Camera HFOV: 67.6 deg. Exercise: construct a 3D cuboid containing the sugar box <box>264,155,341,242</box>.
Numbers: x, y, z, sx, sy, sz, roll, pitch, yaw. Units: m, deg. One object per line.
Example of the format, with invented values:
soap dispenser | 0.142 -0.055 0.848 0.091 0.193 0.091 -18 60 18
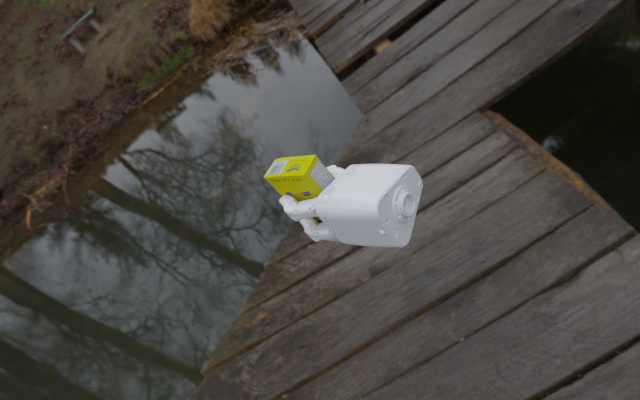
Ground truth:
sugar box | 0.000 0.003 0.757 0.093 0.048 0.176 0 -39 44
